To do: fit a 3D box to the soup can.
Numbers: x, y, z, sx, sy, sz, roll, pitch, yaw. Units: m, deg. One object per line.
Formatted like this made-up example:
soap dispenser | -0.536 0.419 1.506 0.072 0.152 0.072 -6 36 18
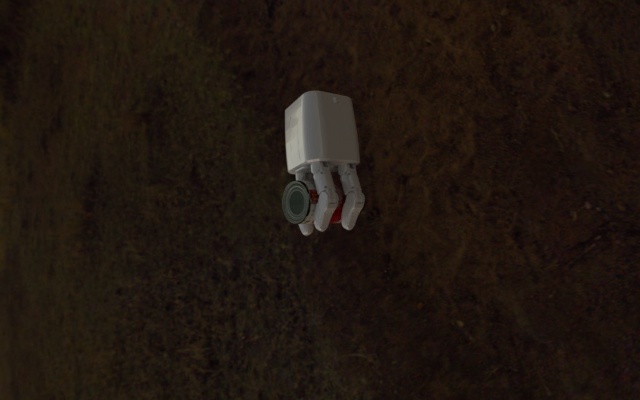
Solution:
soup can | 0.000 0.003 0.742 0.102 0.068 0.068 0 0 -41
